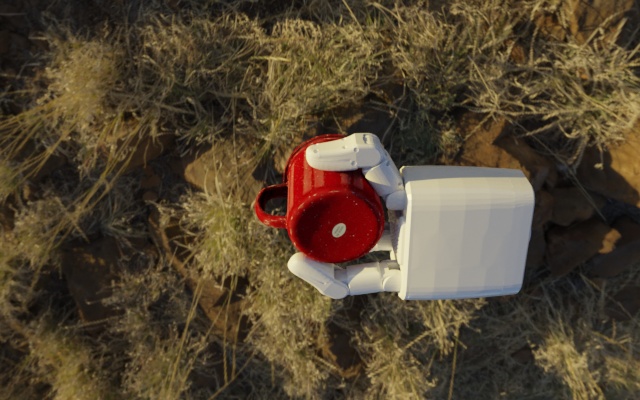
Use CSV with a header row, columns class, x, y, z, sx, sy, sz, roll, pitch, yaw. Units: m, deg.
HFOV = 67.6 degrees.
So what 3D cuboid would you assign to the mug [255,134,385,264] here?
class,x,y,z,sx,sy,sz,roll,pitch,yaw
mug,-0.001,0.001,0.423,0.117,0.093,0.081,-2,35,0
